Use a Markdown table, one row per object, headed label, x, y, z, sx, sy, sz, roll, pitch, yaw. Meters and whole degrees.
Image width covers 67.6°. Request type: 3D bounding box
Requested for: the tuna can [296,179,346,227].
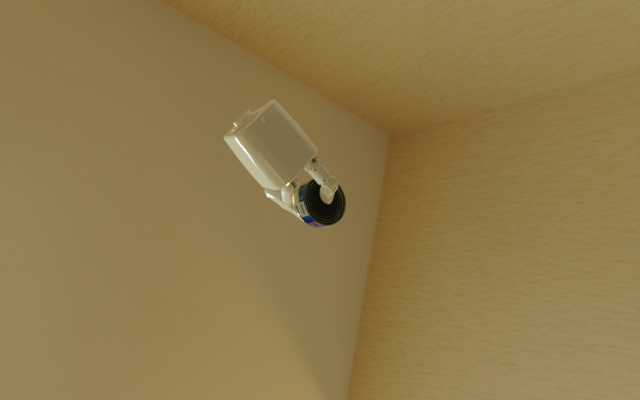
| label | x | y | z | sx | sy | sz | roll | pitch | yaw |
| --- | --- | --- | --- | --- | --- | --- | --- | --- | --- |
| tuna can | 0.000 | 0.003 | 0.823 | 0.086 | 0.086 | 0.034 | 0 | -10 | -35 |
